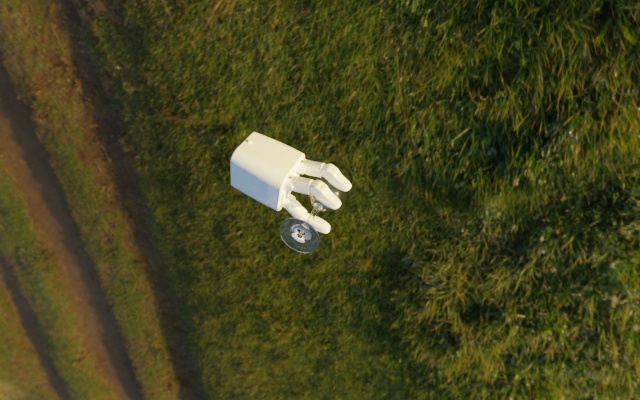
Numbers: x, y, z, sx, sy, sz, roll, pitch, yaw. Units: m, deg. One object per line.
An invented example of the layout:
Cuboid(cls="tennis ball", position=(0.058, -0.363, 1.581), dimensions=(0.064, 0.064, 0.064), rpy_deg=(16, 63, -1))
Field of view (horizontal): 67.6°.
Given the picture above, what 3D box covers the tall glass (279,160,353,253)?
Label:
Cuboid(cls="tall glass", position=(0.000, 0.003, 0.875), dimensions=(0.079, 0.079, 0.201), rpy_deg=(0, 35, 27))
